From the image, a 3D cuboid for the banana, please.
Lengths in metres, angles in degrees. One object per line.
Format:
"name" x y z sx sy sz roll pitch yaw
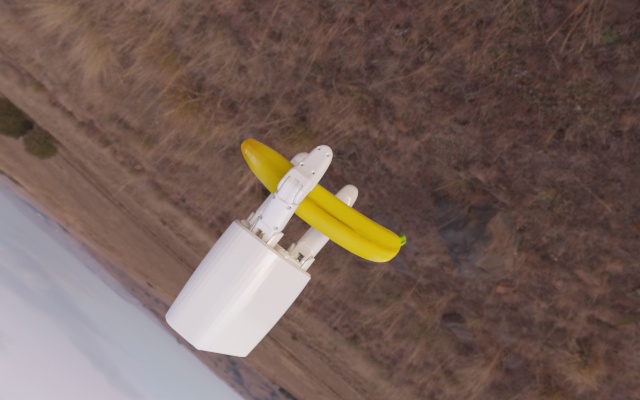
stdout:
"banana" 0.005 0.008 0.457 0.198 0.037 0.069 34 9 -13
